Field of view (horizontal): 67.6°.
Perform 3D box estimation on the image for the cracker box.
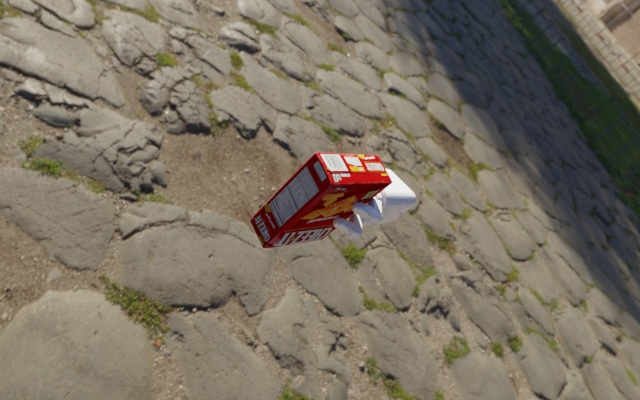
[{"bbox_3d":[0.000,0.003,0.867,0.164,0.072,0.214,-3,-31,-46],"label":"cracker box"}]
